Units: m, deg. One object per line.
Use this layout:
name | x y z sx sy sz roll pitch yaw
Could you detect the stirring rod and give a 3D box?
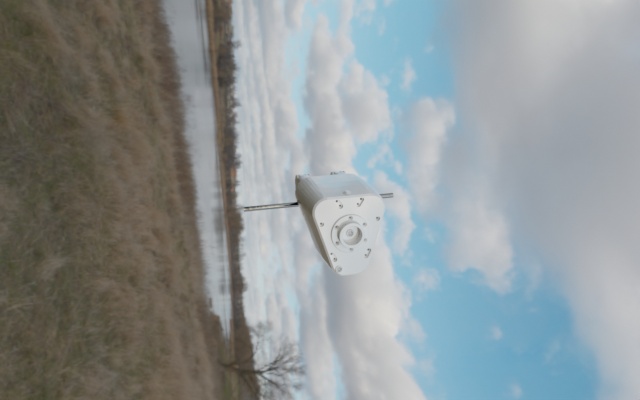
stirring rod | 0.000 0.003 0.753 0.239 0.011 0.011 -5 1 -11
